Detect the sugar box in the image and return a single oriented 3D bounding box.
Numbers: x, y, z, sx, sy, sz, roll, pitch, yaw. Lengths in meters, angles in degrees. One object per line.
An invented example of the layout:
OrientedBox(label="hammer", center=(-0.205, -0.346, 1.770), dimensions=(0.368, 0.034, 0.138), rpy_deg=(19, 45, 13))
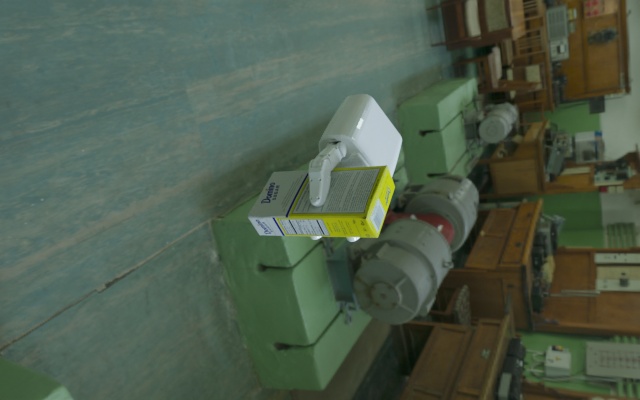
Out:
OrientedBox(label="sugar box", center=(0.000, 0.002, 0.630), dimensions=(0.176, 0.048, 0.093), rpy_deg=(-3, 43, 31))
